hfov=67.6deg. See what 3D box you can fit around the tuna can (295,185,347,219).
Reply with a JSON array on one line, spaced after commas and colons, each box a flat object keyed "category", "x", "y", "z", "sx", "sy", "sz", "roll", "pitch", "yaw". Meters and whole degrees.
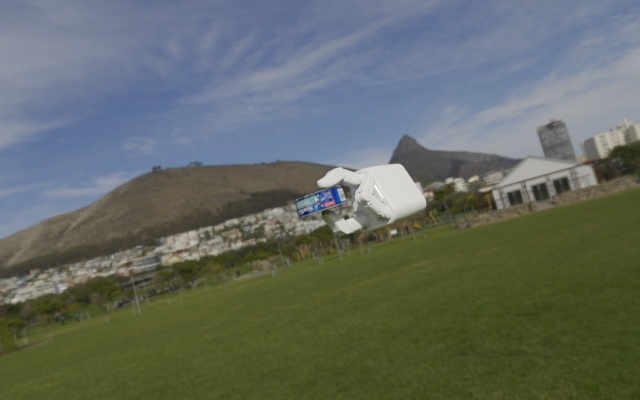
[{"category": "tuna can", "x": 0.000, "y": 0.002, "z": 0.814, "sx": 0.086, "sy": 0.034, "sz": 0.086, "roll": -19, "pitch": -2, "yaw": -1}]
